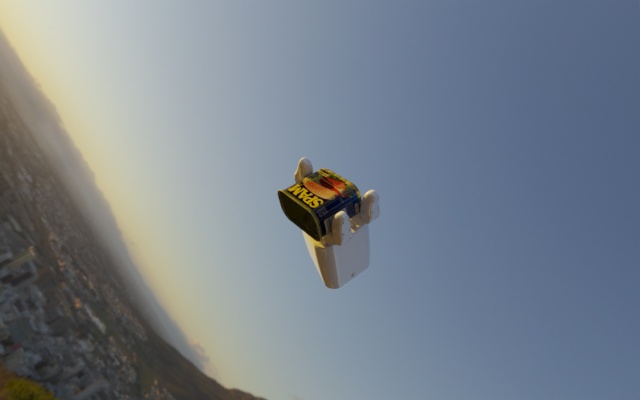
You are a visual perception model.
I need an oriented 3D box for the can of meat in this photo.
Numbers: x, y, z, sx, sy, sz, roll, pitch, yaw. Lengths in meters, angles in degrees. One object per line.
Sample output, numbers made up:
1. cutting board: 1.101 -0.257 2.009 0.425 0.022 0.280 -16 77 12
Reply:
1. can of meat: 0.000 0.002 0.706 0.084 0.057 0.102 -31 40 -23
